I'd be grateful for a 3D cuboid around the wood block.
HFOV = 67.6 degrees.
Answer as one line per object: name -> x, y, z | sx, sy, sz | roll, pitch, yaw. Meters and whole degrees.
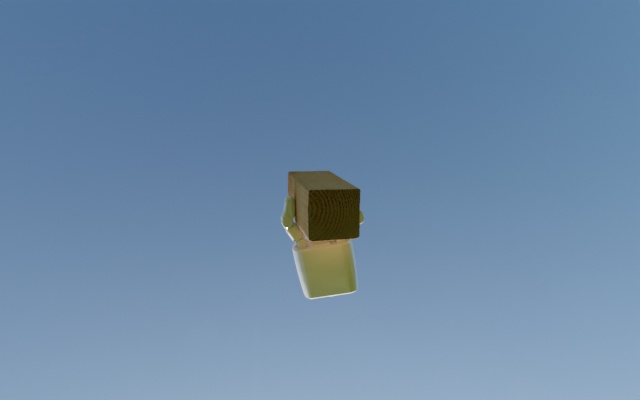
wood block -> 0.000, 0.003, 0.890 | 0.091, 0.090, 0.206 | -3, 12, -13
